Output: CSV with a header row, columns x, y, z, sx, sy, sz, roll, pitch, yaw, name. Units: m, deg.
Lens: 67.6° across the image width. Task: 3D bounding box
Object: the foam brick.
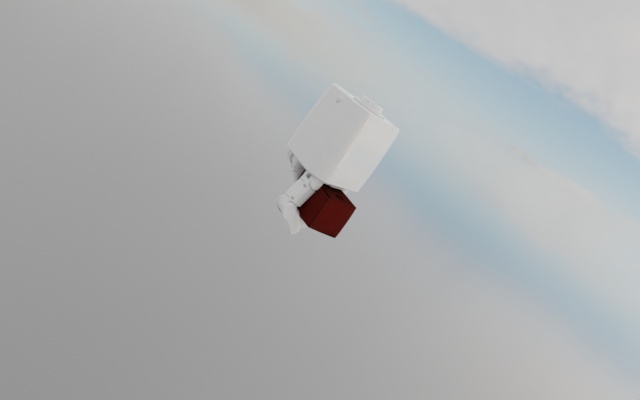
x,y,z,sx,sy,sz,roll,pitch,yaw,name
0.000,0.002,0.640,0.053,0.051,0.078,24,20,-41,foam brick
